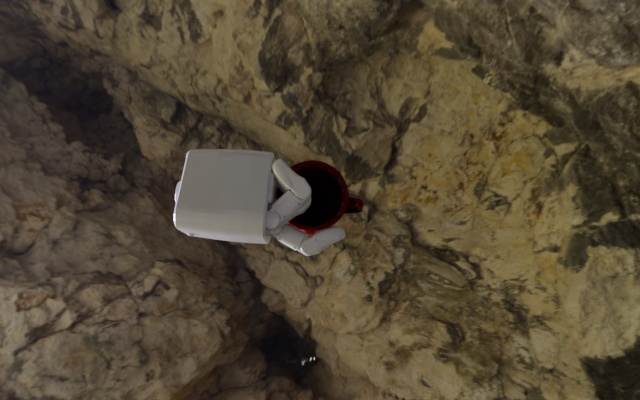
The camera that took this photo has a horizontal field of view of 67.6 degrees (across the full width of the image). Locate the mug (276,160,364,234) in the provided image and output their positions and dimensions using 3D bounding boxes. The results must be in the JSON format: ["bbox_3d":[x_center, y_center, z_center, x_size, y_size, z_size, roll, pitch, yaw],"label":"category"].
[{"bbox_3d":[0.002,0.002,0.649,0.117,0.093,0.081,4,-12,-2],"label":"mug"}]
